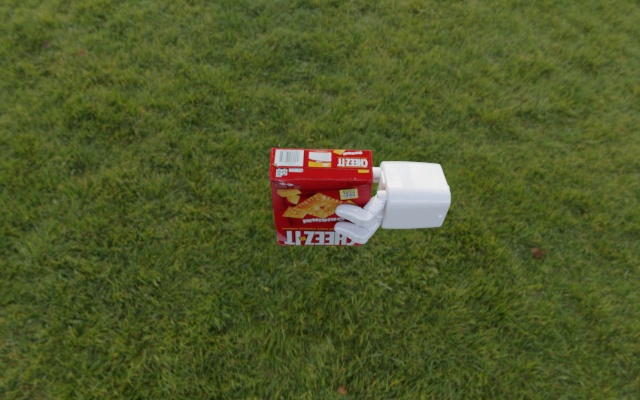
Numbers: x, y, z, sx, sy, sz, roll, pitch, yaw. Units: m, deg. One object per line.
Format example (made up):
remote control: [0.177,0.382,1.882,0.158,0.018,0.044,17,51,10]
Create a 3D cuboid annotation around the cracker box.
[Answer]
cracker box: [0.000,0.002,0.833,0.164,0.072,0.214,1,-35,0]
